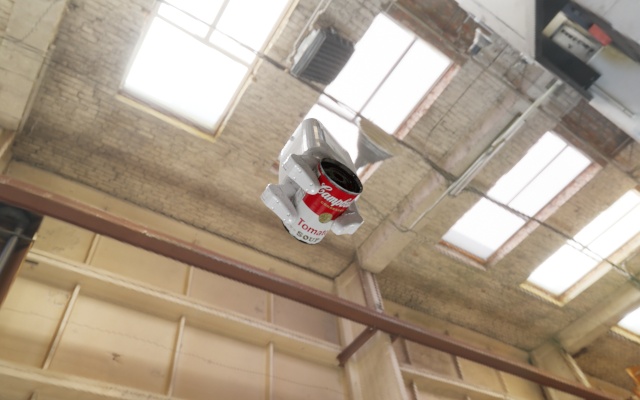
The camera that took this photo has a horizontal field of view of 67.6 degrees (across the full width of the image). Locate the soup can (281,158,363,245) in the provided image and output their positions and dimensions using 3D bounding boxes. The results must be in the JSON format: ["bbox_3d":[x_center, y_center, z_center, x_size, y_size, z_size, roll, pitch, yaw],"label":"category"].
[{"bbox_3d":[0.000,0.003,0.643,0.068,0.068,0.102,0,-44,-51],"label":"soup can"}]
